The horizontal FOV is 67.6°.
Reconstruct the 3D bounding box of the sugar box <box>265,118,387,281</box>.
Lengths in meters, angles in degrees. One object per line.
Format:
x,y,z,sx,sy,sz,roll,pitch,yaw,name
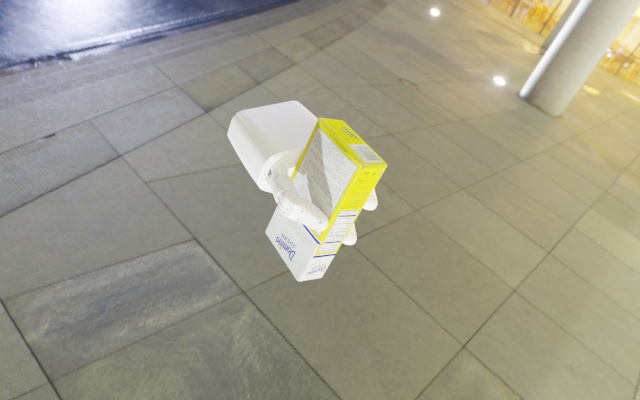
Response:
0.000,0.002,0.569,0.048,0.176,0.093,-4,42,-39,sugar box
